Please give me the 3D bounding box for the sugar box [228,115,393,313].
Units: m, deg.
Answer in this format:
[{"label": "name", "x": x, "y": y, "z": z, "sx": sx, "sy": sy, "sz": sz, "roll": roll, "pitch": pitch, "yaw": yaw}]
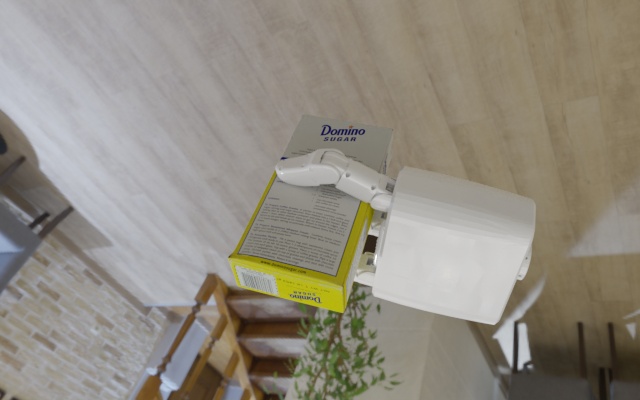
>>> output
[{"label": "sugar box", "x": 0.000, "y": 0.002, "z": 0.413, "sx": 0.093, "sy": 0.176, "sz": 0.048, "roll": 12, "pitch": -41, "yaw": 14}]
